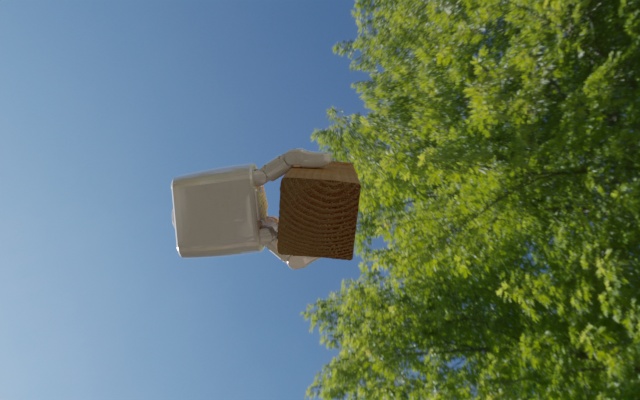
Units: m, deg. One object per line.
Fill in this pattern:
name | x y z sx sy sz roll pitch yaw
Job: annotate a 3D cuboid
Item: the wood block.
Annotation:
wood block | 0.000 0.002 0.630 0.090 0.091 0.206 5 11 0
